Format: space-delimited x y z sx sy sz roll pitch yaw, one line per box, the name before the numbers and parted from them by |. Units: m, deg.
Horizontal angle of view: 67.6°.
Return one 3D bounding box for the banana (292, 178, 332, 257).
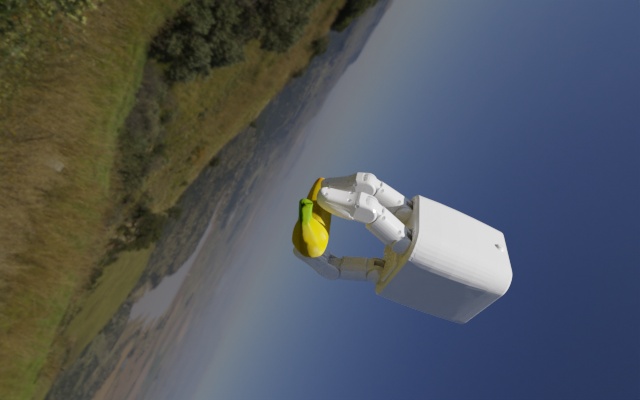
banana | -0.005 0.020 0.523 0.037 0.069 0.197 15 9 0
